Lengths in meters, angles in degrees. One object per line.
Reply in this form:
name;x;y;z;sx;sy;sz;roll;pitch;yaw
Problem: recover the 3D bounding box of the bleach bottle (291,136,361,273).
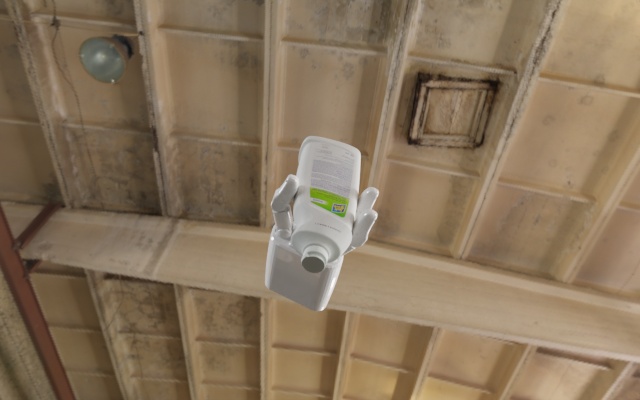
bleach bottle;0.000;0.002;0.674;0.102;0.068;0.250;14;37;0
